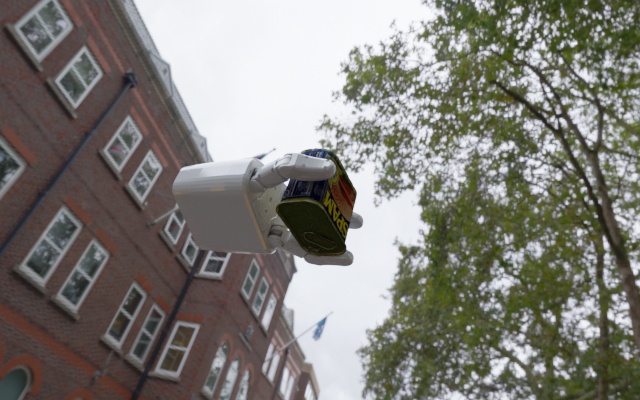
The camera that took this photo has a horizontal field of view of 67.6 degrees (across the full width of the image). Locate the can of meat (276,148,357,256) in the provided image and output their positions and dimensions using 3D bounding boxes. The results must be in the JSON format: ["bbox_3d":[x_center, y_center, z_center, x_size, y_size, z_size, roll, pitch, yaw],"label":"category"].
[{"bbox_3d":[0.000,0.001,0.554,0.057,0.084,0.102,-5,-42,26],"label":"can of meat"}]
